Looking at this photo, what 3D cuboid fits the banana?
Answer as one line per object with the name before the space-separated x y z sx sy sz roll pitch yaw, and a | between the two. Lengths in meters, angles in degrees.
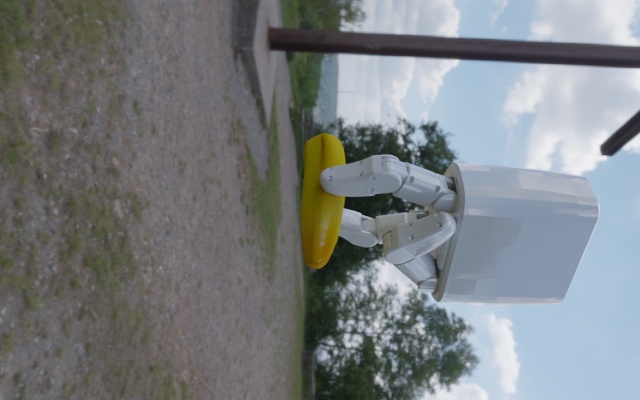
banana | 0.002 -0.017 0.421 0.037 0.070 0.197 5 23 -4
